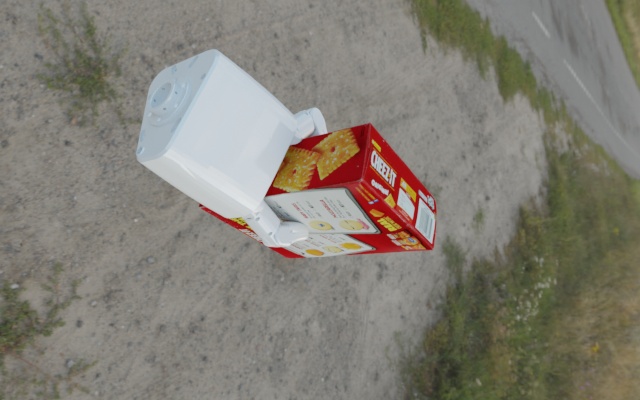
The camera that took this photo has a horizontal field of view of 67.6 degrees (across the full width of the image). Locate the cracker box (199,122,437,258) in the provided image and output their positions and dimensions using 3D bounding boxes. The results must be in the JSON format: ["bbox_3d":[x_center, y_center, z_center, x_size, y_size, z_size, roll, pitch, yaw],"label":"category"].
[{"bbox_3d":[0.000,0.002,0.538,0.214,0.072,0.164,-8,-31,35],"label":"cracker box"}]
